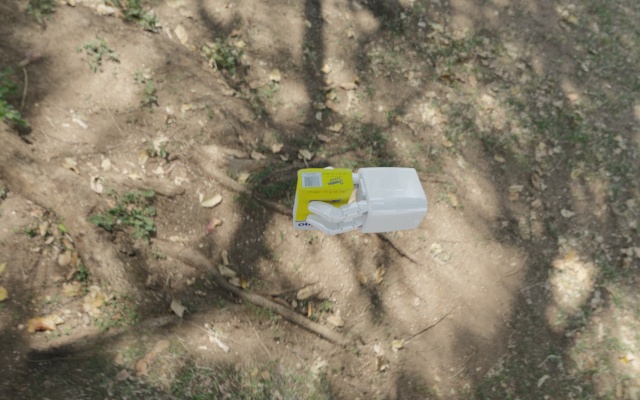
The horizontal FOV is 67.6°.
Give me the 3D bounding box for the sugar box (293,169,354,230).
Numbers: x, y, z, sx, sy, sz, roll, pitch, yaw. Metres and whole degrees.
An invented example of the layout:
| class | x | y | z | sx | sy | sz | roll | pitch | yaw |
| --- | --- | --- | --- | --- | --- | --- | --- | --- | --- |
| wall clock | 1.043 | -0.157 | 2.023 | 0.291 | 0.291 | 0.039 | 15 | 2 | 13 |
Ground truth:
| class | x | y | z | sx | sy | sz | roll | pitch | yaw |
| --- | --- | --- | --- | --- | --- | --- | --- | --- | --- |
| sugar box | 0.000 | 0.003 | 0.870 | 0.093 | 0.048 | 0.176 | 0 | -28 | -6 |
